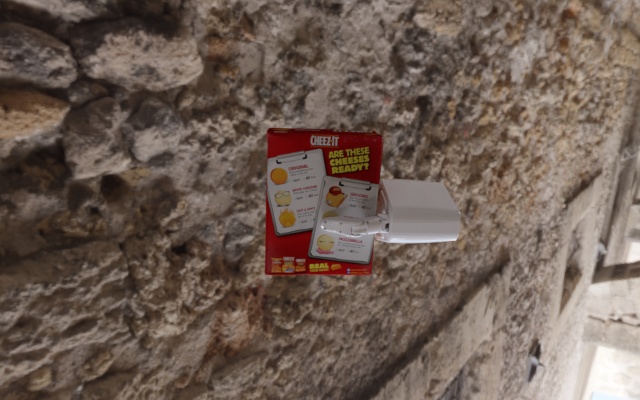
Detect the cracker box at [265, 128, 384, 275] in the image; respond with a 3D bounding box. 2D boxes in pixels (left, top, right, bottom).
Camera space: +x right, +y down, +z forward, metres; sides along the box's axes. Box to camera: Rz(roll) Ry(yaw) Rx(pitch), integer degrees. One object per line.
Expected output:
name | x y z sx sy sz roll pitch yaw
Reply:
cracker box | 0.000 0.003 0.713 0.164 0.214 0.072 1 16 -7
